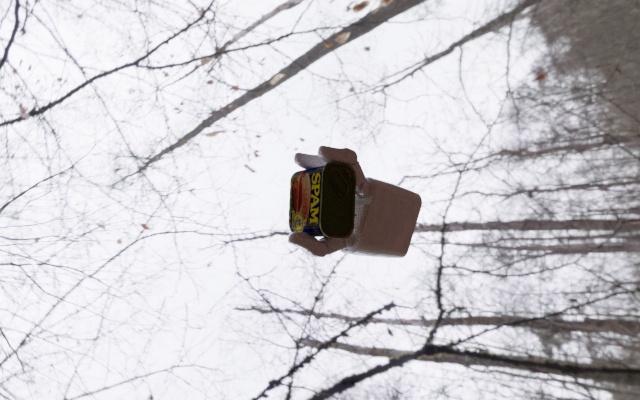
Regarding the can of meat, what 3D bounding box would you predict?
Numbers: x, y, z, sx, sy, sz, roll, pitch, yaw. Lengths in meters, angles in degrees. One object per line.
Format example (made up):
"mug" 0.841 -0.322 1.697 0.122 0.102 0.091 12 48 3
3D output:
"can of meat" 0.000 0.002 0.664 0.057 0.102 0.084 8 -9 -36
